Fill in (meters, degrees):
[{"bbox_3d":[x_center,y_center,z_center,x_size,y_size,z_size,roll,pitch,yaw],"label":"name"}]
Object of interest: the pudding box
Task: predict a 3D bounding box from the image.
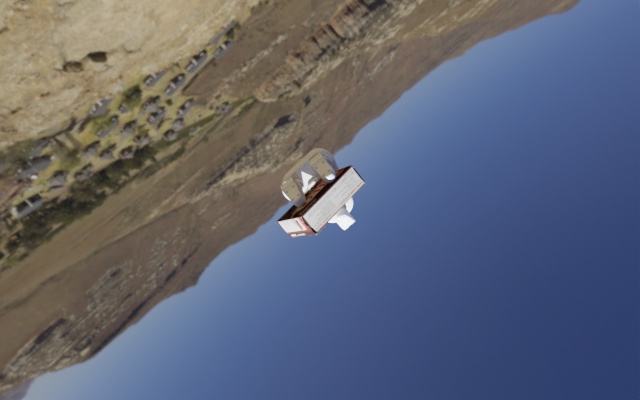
[{"bbox_3d":[0.000,0.002,0.691,0.113,0.039,0.090,-48,13,-23],"label":"pudding box"}]
